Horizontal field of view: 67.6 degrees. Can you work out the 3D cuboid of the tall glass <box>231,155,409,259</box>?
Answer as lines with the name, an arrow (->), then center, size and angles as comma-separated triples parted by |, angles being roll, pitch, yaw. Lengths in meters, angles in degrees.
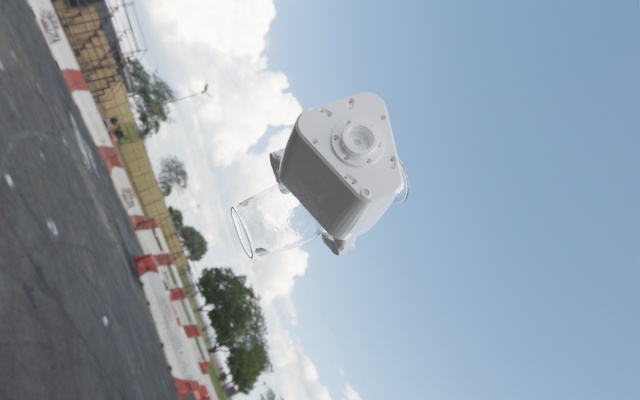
tall glass -> 0.001, 0.002, 0.559 | 0.201, 0.079, 0.079 | -21, 7, -18
